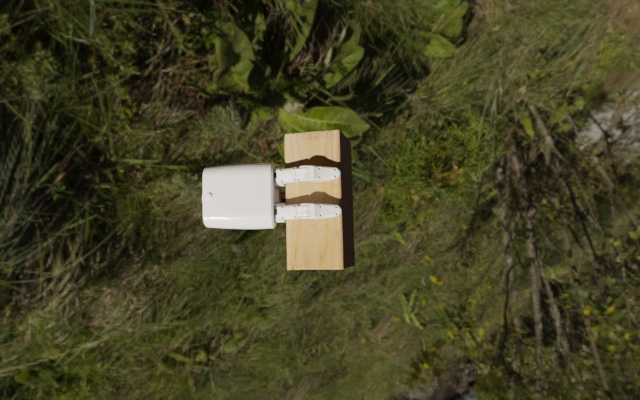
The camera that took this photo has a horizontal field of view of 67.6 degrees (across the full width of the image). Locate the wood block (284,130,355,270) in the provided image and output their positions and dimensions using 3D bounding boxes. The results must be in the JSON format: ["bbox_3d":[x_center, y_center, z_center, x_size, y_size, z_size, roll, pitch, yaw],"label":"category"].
[{"bbox_3d":[0.000,0.003,0.750,0.090,0.206,0.091,-3,-5,14],"label":"wood block"}]
